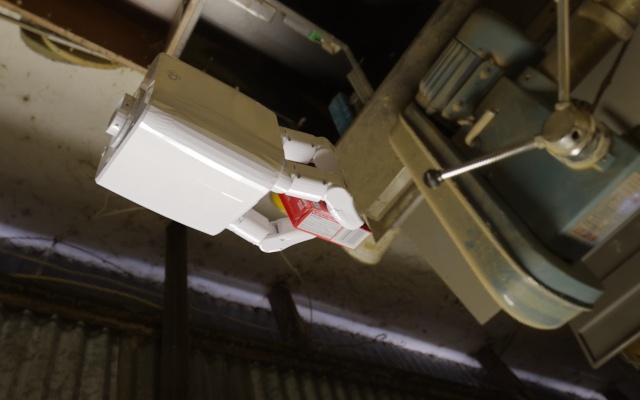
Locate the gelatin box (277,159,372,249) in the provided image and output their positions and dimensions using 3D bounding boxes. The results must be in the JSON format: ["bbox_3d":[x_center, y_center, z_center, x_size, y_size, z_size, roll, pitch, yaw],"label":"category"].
[{"bbox_3d":[0.000,0.002,0.453,0.030,0.073,0.089,-45,-42,20],"label":"gelatin box"}]
